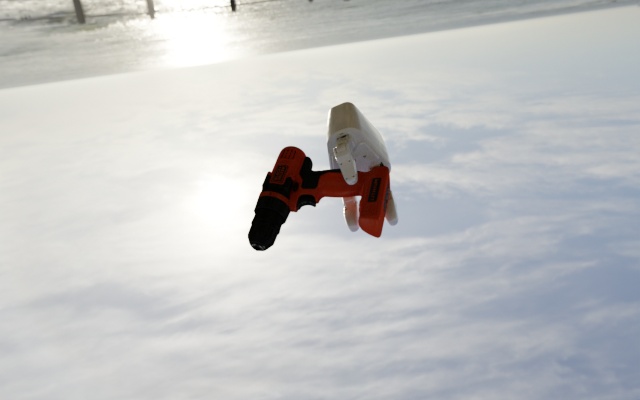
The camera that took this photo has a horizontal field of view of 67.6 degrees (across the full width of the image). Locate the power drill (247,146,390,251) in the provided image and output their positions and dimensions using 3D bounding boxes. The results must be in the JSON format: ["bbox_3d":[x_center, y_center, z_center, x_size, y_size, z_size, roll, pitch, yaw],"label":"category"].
[{"bbox_3d":[0.001,0.002,0.693,0.187,0.184,0.057,8,-34,14],"label":"power drill"}]
